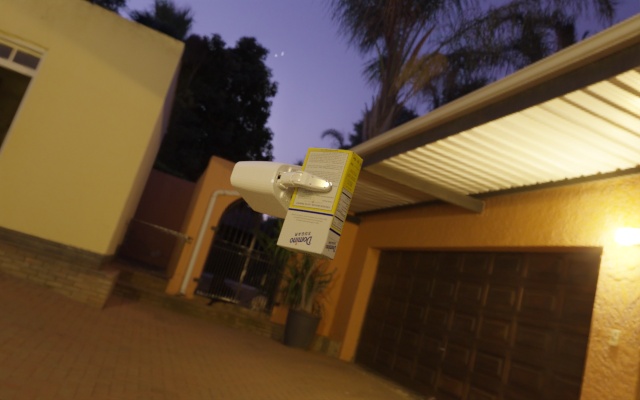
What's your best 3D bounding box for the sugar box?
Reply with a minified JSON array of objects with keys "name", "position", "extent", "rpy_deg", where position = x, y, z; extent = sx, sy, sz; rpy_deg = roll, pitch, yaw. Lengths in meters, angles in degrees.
[{"name":"sugar box","position":[0.000,0.003,0.781],"extent":[0.093,0.176,0.048],"rpy_deg":[8,-14,36]}]
